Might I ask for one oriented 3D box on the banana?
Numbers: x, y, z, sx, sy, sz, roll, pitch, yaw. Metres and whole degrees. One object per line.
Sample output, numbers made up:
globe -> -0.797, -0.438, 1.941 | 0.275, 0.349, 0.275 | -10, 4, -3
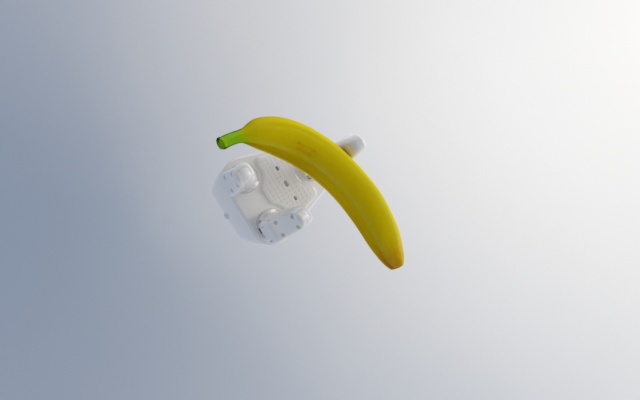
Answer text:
banana -> 0.006, -0.016, 0.420 | 0.198, 0.069, 0.037 | 35, -20, -15
